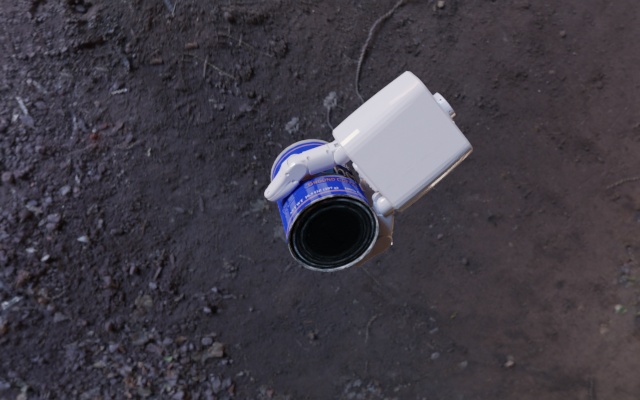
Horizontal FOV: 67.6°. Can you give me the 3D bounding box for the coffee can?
[{"bbox_3d":[0.000,0.002,0.574,0.103,0.103,0.140,0,31,-15],"label":"coffee can"}]
